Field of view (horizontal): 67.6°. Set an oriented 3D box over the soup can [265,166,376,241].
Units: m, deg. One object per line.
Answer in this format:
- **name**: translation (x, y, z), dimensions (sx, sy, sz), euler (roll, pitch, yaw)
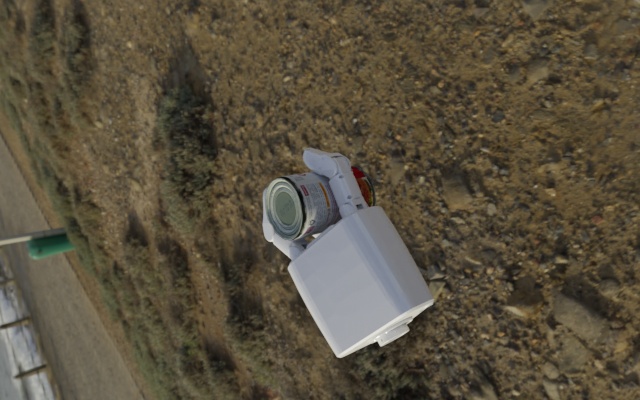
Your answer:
- **soup can**: translation (0.000, 0.001, 0.514), dimensions (0.102, 0.068, 0.068), euler (-11, 7, -39)
